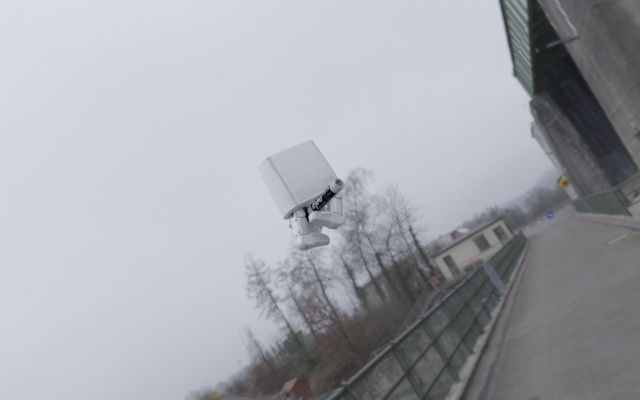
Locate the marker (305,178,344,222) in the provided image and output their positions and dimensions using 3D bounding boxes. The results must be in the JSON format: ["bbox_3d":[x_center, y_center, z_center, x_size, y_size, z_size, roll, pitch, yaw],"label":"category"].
[{"bbox_3d":[0.000,0.003,0.777,0.020,0.020,0.121,0,-29,-33],"label":"marker"}]
